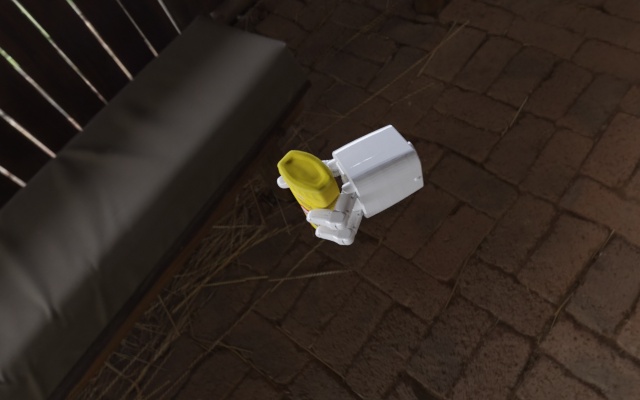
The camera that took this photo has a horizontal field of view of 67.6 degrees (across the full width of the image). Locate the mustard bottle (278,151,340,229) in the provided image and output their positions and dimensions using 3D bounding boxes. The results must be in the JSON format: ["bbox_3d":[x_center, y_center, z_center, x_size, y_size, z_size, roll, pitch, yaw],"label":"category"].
[{"bbox_3d":[0.000,0.003,0.764,0.096,0.058,0.192,33,-15,29],"label":"mustard bottle"}]
